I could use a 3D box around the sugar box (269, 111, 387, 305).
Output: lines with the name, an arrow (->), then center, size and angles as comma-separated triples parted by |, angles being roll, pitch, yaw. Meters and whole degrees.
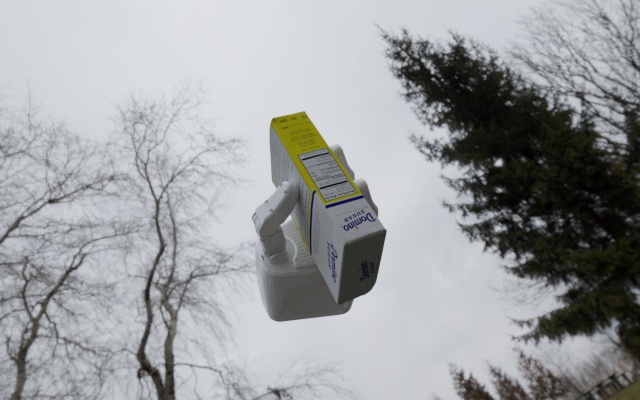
sugar box -> 0.001, 0.001, 0.463 | 0.048, 0.093, 0.176 | -18, 51, -19
